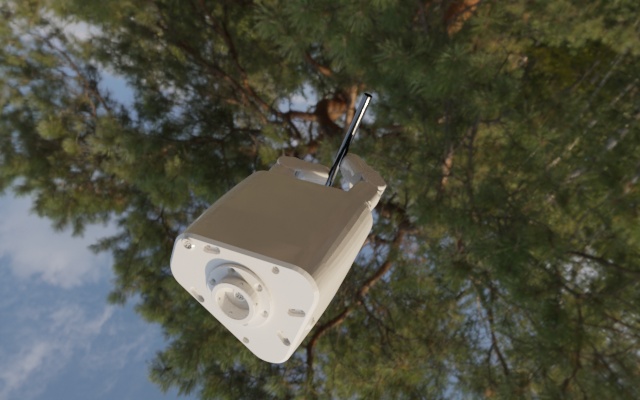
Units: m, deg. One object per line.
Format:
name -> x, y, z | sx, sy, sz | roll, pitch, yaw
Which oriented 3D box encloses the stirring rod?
stirring rod -> 0.000, 0.001, 0.477 | 0.011, 0.240, 0.011 | 17, 34, -11
